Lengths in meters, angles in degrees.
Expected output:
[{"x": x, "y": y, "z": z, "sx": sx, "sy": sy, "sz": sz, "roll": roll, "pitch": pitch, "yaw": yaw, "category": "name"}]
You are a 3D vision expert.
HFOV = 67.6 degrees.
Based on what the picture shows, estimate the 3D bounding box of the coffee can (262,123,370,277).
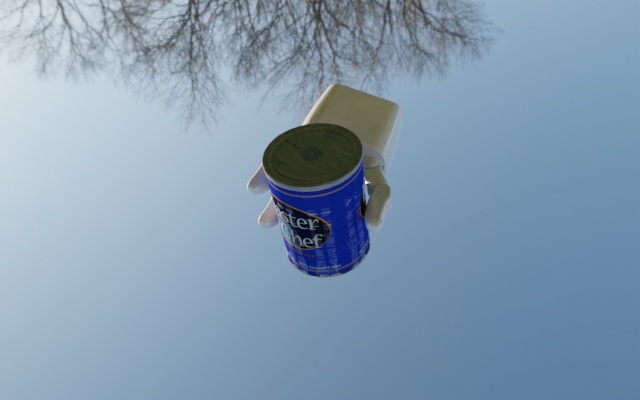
[{"x": 0.000, "y": 0.002, "z": 0.526, "sx": 0.103, "sy": 0.140, "sz": 0.102, "roll": -5, "pitch": 44, "yaw": 5, "category": "coffee can"}]
